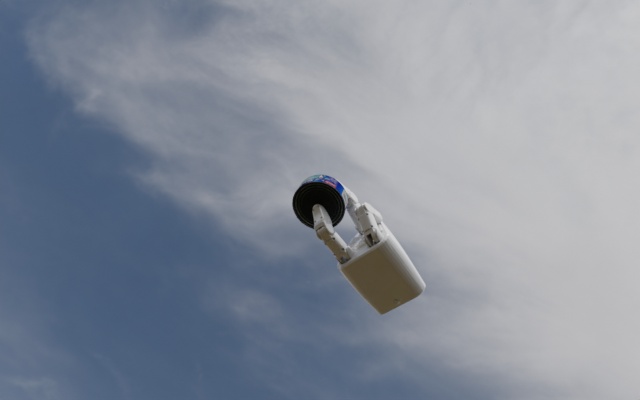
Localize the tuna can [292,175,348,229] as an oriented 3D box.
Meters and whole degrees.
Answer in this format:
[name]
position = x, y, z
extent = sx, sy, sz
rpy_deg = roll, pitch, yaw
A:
[tuna can]
position = 0.000, 0.002, 0.765
extent = 0.086, 0.086, 0.033
rpy_deg = 0, 26, 14
